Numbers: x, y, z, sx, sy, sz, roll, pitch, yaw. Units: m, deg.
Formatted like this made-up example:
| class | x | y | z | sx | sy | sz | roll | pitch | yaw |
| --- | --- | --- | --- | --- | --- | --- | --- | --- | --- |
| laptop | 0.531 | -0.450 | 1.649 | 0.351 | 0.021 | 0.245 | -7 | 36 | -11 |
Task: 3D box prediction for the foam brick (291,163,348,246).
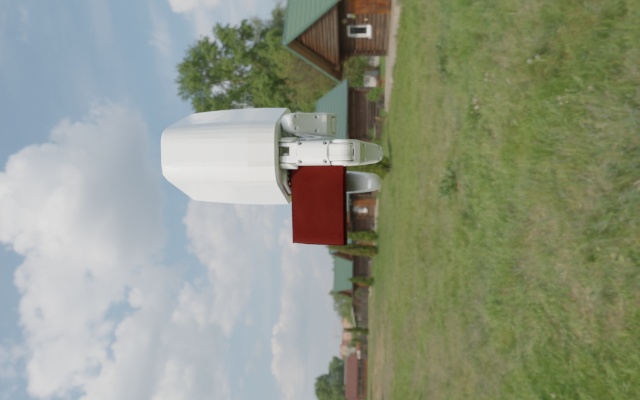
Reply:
| class | x | y | z | sx | sy | sz | roll | pitch | yaw |
| --- | --- | --- | --- | --- | --- | --- | --- | --- | --- |
| foam brick | 0.000 | 0.002 | 0.463 | 0.051 | 0.078 | 0.053 | -1 | 3 | 3 |
